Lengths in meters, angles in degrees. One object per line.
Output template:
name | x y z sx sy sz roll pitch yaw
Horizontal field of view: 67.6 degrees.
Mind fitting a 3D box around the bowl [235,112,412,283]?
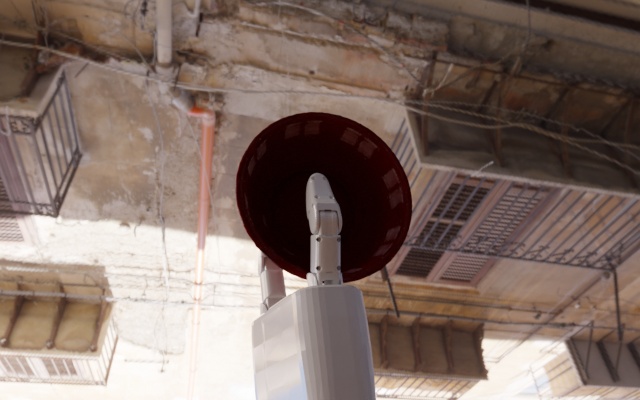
bowl | 0.000 0.000 0.443 0.162 0.162 0.055 0 -19 -17
